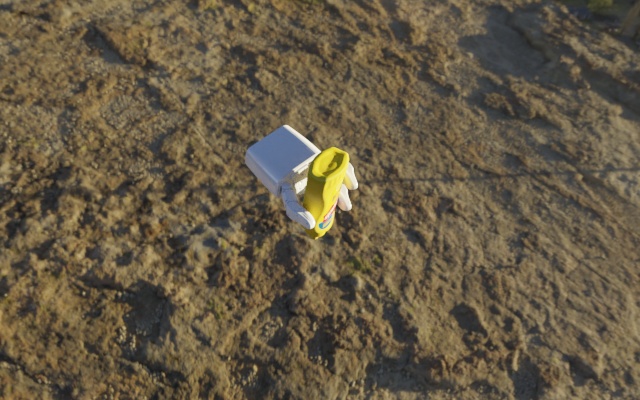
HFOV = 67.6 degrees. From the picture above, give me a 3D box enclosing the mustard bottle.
[{"bbox_3d":[0.000,0.003,0.862,0.058,0.192,0.096,24,45,11],"label":"mustard bottle"}]
